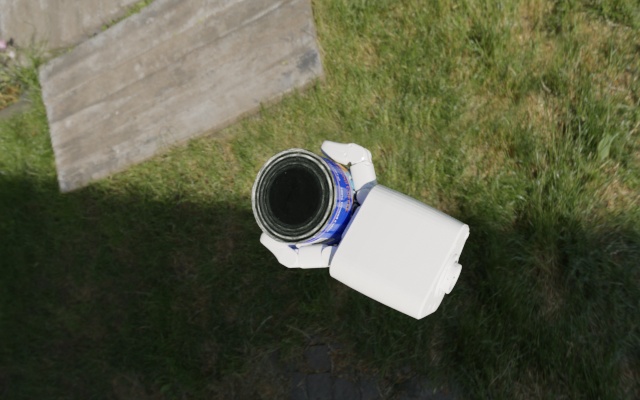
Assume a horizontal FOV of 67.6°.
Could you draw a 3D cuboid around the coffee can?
[{"bbox_3d":[0.000,0.002,0.565,0.103,0.103,0.140,0,-5,26],"label":"coffee can"}]
